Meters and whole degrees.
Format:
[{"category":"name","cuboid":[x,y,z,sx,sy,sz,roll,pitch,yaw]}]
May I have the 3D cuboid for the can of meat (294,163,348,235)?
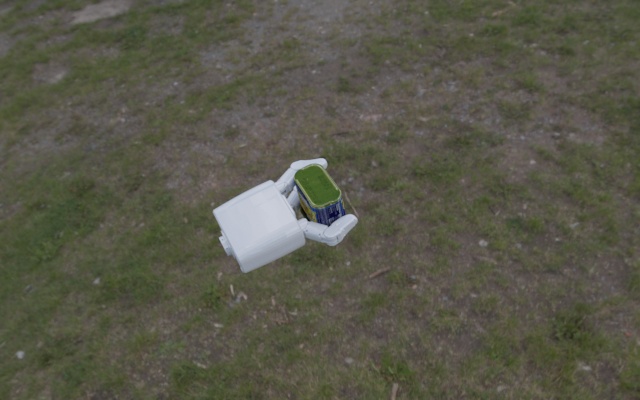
[{"category":"can of meat","cuboid":[0.000,0.002,0.763,0.057,0.084,0.102,-25,48,-11]}]
